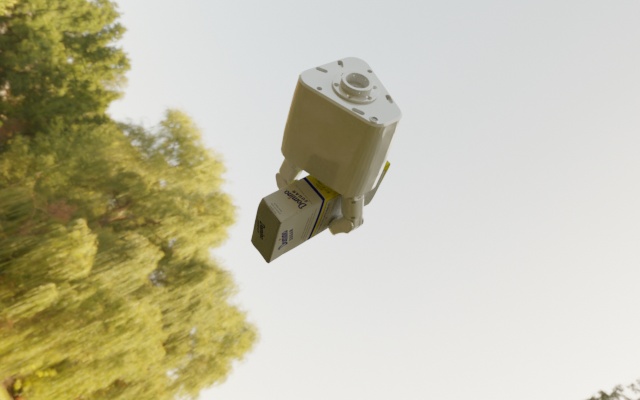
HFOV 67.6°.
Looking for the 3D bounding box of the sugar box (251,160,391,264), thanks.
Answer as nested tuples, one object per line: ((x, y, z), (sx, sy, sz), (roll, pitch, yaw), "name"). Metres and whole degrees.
((0.000, 0.001, 0.591), (0.176, 0.048, 0.093), (-25, -26, -31), "sugar box")
